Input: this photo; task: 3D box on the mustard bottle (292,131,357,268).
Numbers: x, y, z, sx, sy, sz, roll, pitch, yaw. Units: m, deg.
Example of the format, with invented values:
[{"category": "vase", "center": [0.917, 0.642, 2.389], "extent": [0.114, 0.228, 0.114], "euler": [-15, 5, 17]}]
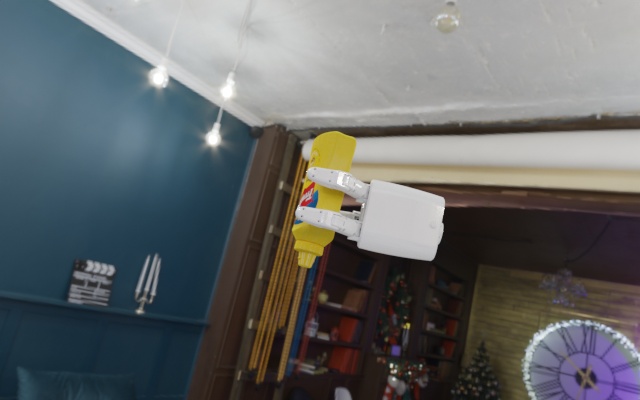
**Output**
[{"category": "mustard bottle", "center": [0.000, 0.002, 0.690], "extent": [0.058, 0.191, 0.096], "euler": [18, -13, -20]}]
